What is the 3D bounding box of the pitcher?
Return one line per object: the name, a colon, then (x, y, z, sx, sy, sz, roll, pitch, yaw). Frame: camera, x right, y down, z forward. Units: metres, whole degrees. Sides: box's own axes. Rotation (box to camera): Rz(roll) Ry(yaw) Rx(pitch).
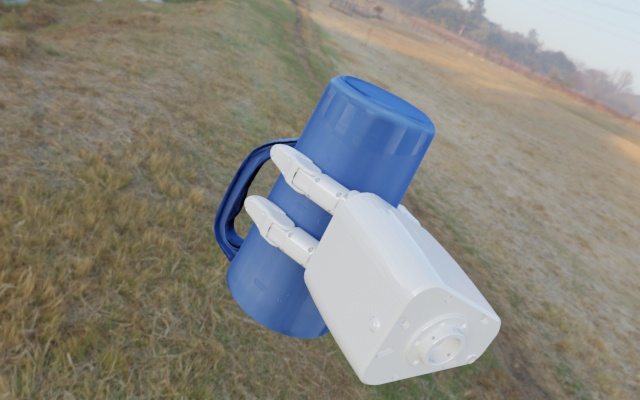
pitcher: (0.000, 0.002, 0.478, 0.149, 0.243, 0.145, 14, 25, -30)
